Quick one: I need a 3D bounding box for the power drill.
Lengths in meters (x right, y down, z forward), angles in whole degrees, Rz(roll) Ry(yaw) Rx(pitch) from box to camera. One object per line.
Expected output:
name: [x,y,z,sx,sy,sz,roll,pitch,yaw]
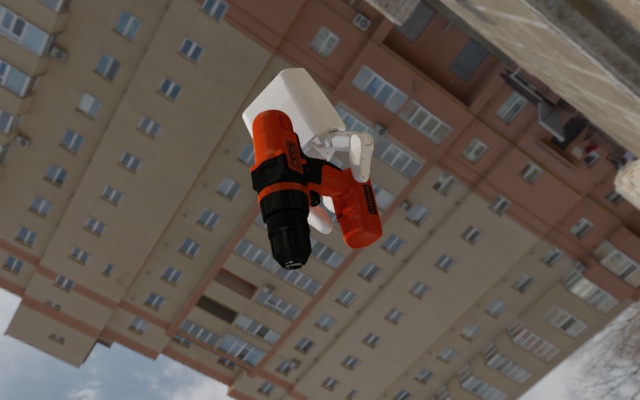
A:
power drill: [0.000,0.002,0.554,0.057,0.184,0.188,-24,-29,29]
